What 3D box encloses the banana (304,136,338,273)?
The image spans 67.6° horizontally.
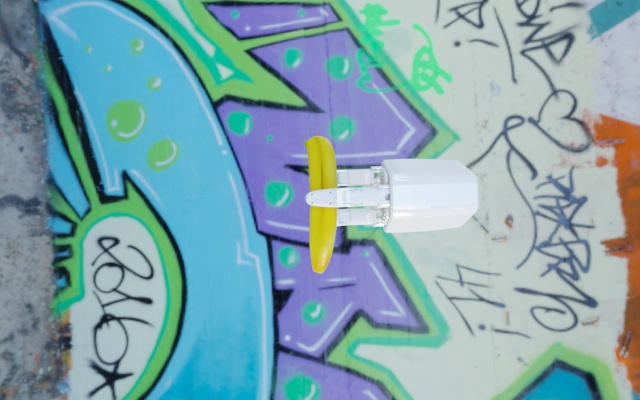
[{"bbox_3d":[0.002,-0.009,0.618,0.037,0.197,0.070,0,-25,-7],"label":"banana"}]
